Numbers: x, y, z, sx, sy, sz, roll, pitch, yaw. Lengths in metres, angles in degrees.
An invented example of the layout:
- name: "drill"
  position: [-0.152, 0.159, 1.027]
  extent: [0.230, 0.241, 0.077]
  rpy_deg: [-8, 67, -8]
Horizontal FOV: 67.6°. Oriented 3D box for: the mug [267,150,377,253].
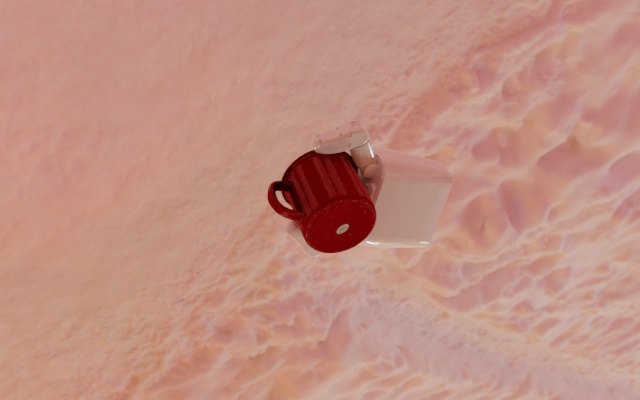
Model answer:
- name: "mug"
  position: [-0.001, 0.002, 0.516]
  extent: [0.117, 0.093, 0.081]
  rpy_deg: [6, 38, -27]
